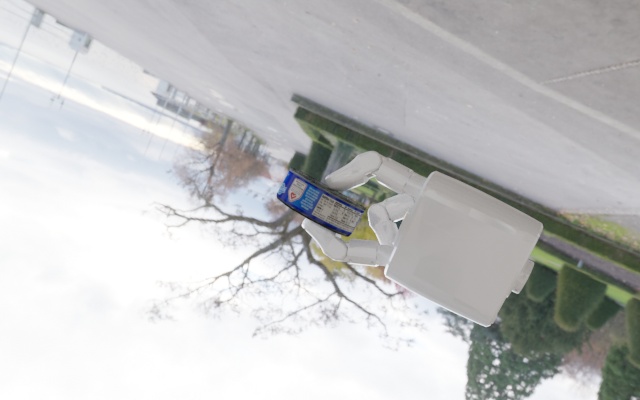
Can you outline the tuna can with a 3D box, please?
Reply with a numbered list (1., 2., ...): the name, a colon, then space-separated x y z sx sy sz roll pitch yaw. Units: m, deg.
1. tuna can: 0.000 0.002 0.472 0.086 0.034 0.086 29 4 -2
